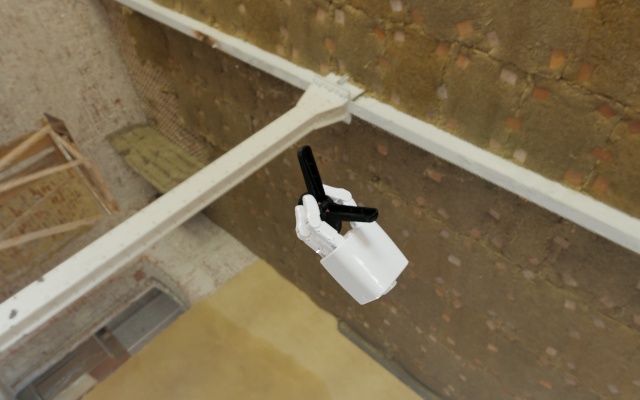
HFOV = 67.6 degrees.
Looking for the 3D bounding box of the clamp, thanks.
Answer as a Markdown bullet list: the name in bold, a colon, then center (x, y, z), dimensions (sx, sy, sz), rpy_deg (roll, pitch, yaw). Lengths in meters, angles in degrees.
- **clamp**: center (0.001, 0.003, 0.823), dimensions (0.036, 0.164, 0.210), rpy_deg (-41, -3, -28)
